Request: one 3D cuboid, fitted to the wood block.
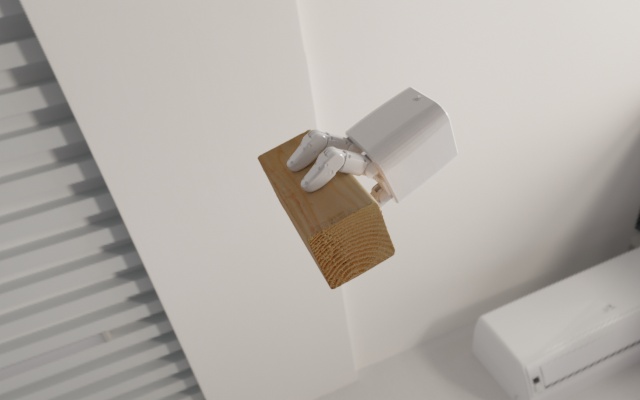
[{"bbox_3d":[0.001,0.002,0.614,0.090,0.091,0.206,-29,37,-5],"label":"wood block"}]
